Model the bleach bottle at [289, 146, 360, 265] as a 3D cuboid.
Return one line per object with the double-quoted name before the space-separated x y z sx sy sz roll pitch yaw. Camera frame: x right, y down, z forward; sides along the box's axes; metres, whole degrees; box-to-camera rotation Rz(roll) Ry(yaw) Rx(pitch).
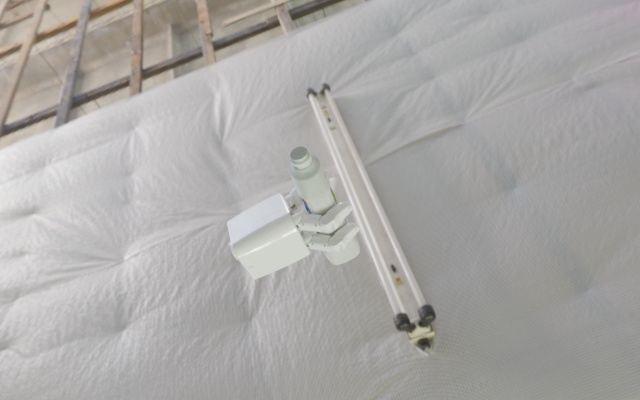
"bleach bottle" 0.000 0.003 0.803 0.068 0.102 0.251 -26 -43 -1
